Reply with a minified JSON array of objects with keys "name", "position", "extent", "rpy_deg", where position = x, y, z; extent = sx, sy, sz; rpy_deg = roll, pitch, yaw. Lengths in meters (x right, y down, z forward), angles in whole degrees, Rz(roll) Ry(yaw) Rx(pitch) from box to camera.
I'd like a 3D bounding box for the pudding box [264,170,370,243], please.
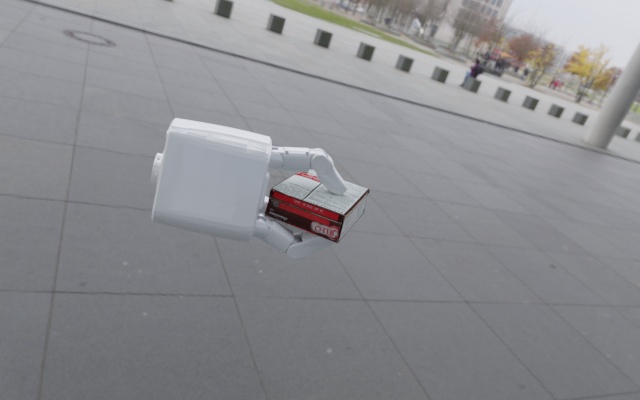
[{"name":"pudding box","position":[0.000,0.002,0.558],"extent":[0.090,0.039,0.113],"rpy_deg":[21,24,14]}]
